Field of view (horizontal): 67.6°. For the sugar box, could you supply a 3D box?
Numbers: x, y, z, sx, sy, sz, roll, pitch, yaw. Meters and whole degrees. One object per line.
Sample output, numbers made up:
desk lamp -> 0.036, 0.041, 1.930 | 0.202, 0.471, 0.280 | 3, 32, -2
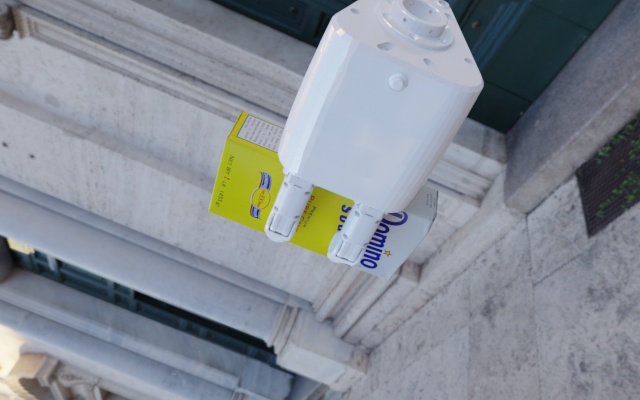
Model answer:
sugar box -> 0.000, 0.002, 0.408 | 0.176, 0.048, 0.093 | 23, -45, -3
